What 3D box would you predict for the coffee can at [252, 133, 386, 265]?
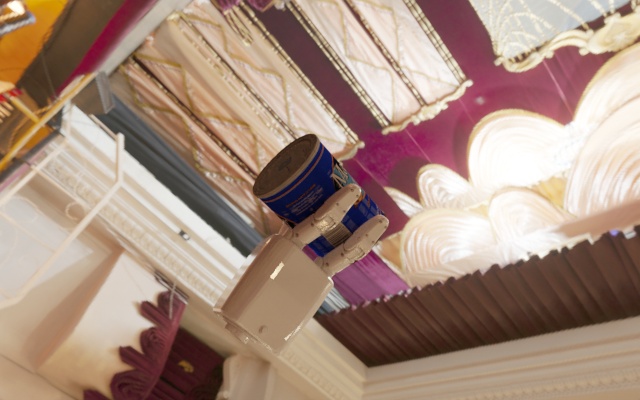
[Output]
[{"bbox_3d":[0.000,0.002,0.597,0.140,0.102,0.103,46,-23,-23],"label":"coffee can"}]
